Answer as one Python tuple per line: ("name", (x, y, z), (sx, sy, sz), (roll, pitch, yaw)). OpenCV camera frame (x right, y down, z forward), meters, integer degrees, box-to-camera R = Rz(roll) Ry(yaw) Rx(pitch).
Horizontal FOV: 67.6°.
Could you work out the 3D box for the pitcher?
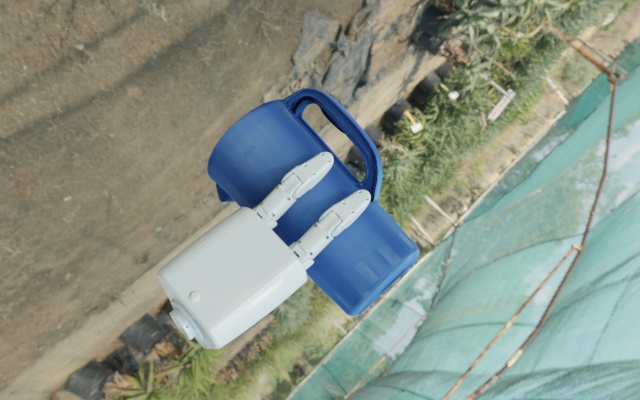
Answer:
("pitcher", (0.000, 0.002, 0.546), (0.145, 0.243, 0.149), (-37, -15, -26))
